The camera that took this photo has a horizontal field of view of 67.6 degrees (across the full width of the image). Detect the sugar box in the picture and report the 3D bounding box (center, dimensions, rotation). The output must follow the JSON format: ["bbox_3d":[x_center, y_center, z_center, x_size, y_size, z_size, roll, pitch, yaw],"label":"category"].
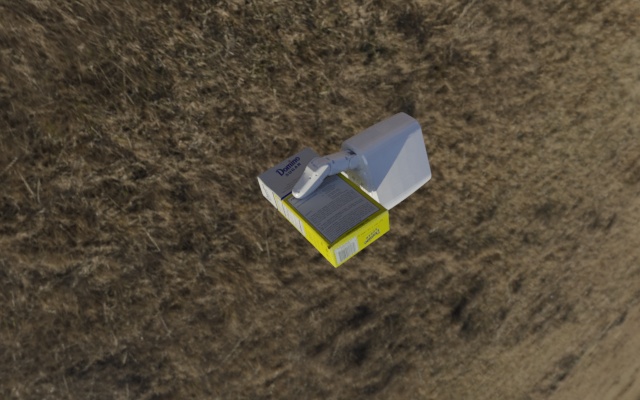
[{"bbox_3d":[0.000,0.002,0.644,0.093,0.048,0.176,-32,47,-18],"label":"sugar box"}]
